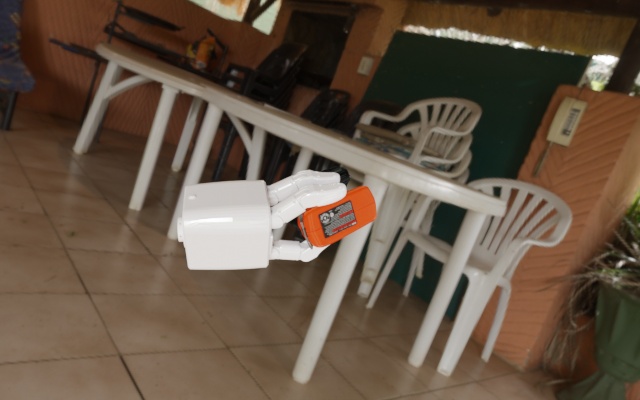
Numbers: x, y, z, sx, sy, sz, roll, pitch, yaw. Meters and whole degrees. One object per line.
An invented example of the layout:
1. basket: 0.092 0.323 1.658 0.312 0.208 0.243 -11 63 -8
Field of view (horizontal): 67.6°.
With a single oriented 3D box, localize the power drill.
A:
1. power drill: 0.000 0.002 0.700 0.184 0.057 0.187 -27 19 -22
